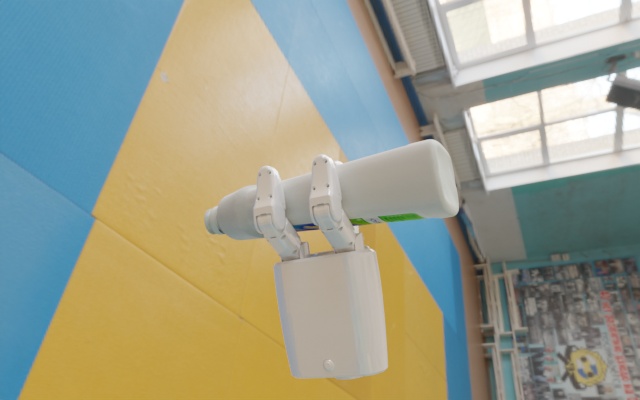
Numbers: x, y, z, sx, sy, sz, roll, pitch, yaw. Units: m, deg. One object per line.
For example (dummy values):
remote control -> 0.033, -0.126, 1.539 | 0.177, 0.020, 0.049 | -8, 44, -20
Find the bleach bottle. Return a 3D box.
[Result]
bleach bottle -> 0.000, 0.001, 0.473 | 0.251, 0.068, 0.102 | -11, -9, 23
